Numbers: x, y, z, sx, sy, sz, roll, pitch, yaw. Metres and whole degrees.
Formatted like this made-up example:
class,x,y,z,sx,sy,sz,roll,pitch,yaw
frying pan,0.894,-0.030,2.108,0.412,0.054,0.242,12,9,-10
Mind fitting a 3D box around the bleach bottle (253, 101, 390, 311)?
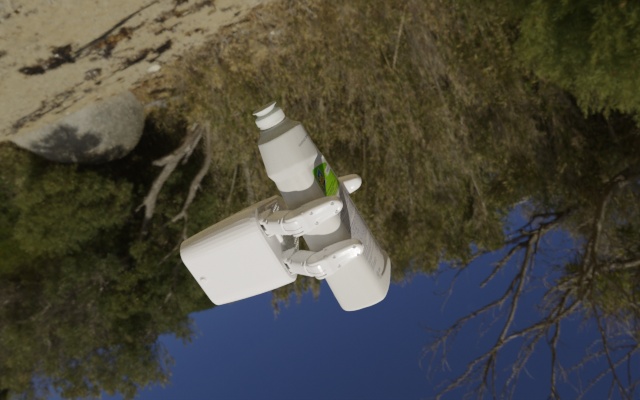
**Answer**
class,x,y,z,sx,sy,sz,roll,pitch,yaw
bleach bottle,0.000,0.002,0.547,0.068,0.251,0.102,-22,22,18
